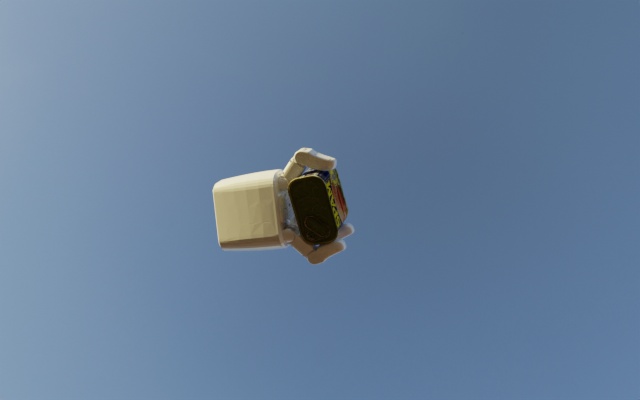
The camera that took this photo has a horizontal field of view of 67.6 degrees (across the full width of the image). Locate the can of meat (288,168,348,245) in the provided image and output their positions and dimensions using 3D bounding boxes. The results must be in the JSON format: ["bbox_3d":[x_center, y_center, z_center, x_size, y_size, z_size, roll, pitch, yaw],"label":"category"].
[{"bbox_3d":[0.000,0.002,0.704,0.057,0.102,0.084,-11,15,19],"label":"can of meat"}]
